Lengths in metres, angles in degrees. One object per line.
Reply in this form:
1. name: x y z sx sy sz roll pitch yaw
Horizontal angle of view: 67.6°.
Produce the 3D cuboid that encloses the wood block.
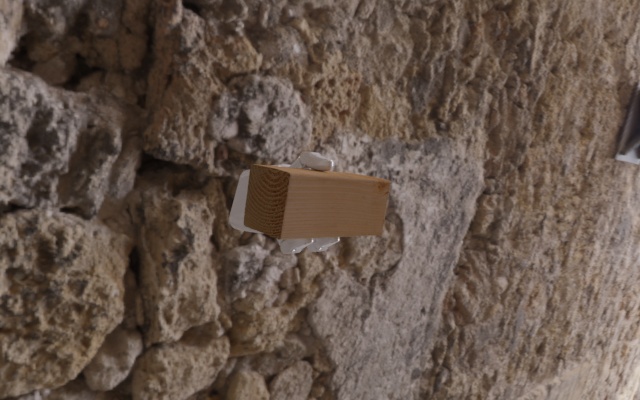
1. wood block: 0.000 0.002 0.710 0.206 0.091 0.090 1 10 -43
